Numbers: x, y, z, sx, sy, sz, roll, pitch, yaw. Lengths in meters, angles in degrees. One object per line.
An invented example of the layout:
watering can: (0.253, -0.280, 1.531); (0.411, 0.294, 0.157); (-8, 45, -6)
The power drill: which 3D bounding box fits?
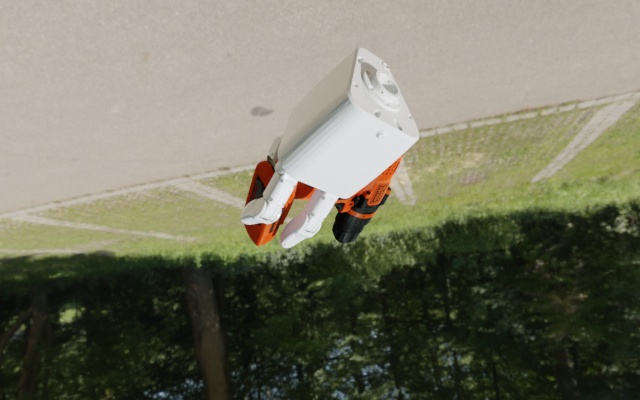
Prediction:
power drill: (0.000, 0.002, 0.600); (0.187, 0.185, 0.057); (-11, 50, -33)
